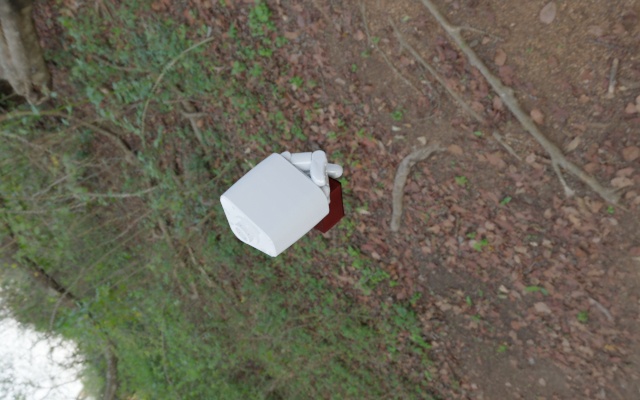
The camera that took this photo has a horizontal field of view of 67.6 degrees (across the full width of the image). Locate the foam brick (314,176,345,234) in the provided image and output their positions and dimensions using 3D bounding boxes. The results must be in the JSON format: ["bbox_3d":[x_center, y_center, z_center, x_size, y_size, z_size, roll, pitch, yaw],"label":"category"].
[{"bbox_3d":[0.000,0.003,0.749,0.053,0.078,0.051,29,57,31],"label":"foam brick"}]
